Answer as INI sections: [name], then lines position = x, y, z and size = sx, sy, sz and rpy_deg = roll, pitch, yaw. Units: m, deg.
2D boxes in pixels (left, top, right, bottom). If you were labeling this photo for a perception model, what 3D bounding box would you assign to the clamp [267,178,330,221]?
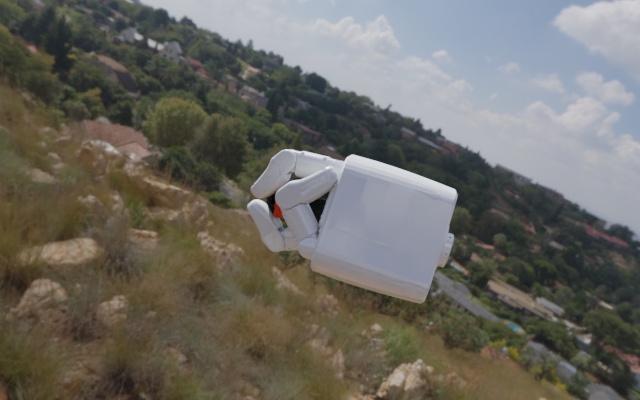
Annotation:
[clamp]
position = 0.000, 0.001, 0.540
size = 0.120, 0.039, 0.171
rpy_deg = 8, 10, 11
